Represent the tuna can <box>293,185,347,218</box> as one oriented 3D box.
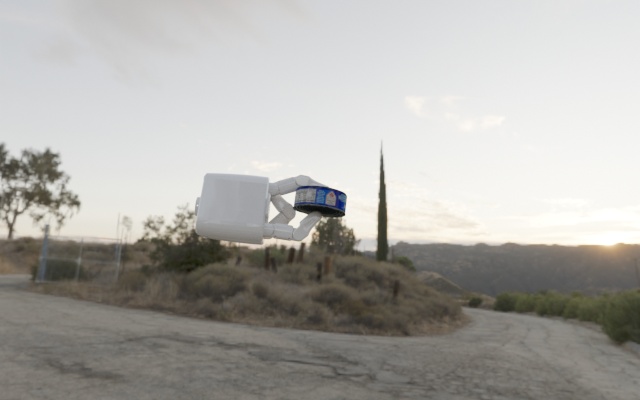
[{"bbox_3d":[0.000,0.002,0.771,0.086,0.033,0.086,7,-12,2],"label":"tuna can"}]
